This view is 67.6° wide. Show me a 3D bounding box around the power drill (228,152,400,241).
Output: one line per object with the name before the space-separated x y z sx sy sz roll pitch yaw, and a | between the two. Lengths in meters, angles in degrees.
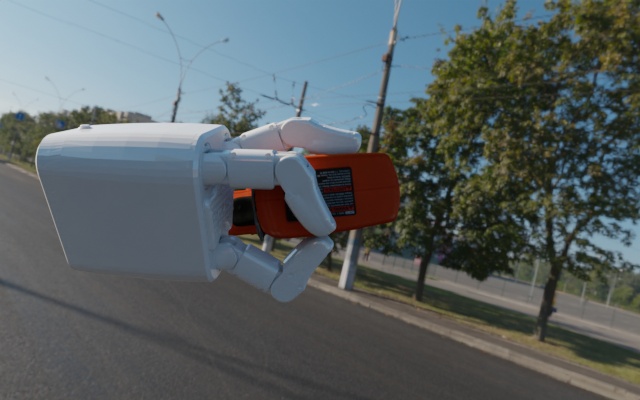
power drill | 0.000 0.001 0.425 0.184 0.057 0.187 -8 -4 -15
